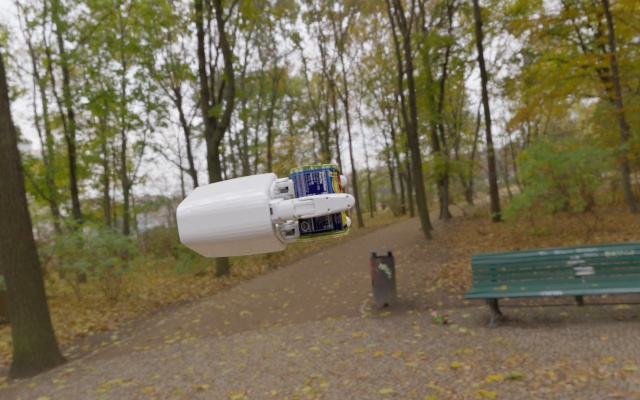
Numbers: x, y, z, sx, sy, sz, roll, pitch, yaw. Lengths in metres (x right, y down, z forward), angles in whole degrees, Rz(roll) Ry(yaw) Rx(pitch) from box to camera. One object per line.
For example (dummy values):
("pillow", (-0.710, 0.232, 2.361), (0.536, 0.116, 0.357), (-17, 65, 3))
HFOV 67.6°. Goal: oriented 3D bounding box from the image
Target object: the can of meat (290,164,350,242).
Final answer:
("can of meat", (0.000, 0.002, 0.573), (0.057, 0.084, 0.102), (-8, -1, 6))
